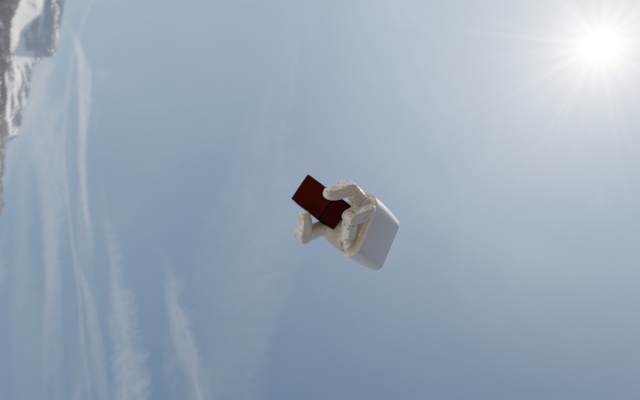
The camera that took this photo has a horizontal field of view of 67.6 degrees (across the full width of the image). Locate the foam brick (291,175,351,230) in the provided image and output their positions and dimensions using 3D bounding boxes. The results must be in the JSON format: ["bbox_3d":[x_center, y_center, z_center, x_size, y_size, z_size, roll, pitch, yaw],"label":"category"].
[{"bbox_3d":[0.000,0.002,0.805,0.078,0.053,0.051,38,3,40],"label":"foam brick"}]
